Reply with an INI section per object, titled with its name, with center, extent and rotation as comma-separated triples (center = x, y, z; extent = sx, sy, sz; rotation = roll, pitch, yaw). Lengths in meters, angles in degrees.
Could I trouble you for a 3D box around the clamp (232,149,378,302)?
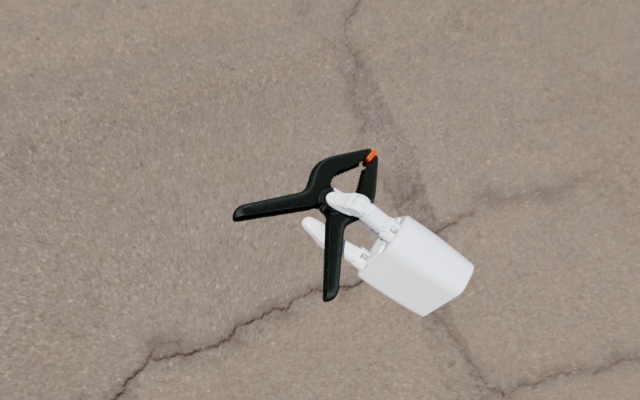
[clamp]
center = 0.001, 0.002, 0.625
extent = 0.164, 0.210, 0.036
rotation = 36, -22, -3
